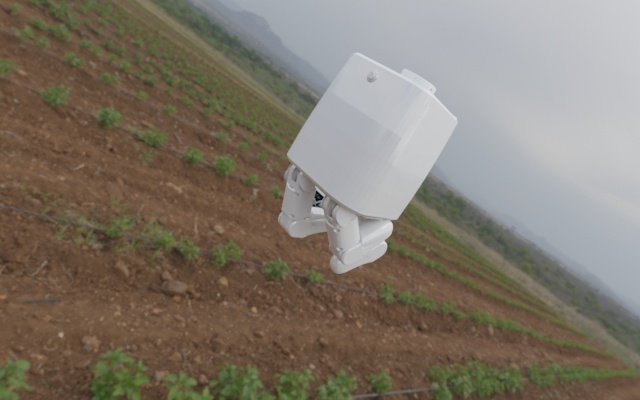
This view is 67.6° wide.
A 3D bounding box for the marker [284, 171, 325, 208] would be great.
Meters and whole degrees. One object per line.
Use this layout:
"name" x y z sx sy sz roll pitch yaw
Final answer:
"marker" 0.000 0.002 0.498 0.020 0.020 0.121 0 31 -40
